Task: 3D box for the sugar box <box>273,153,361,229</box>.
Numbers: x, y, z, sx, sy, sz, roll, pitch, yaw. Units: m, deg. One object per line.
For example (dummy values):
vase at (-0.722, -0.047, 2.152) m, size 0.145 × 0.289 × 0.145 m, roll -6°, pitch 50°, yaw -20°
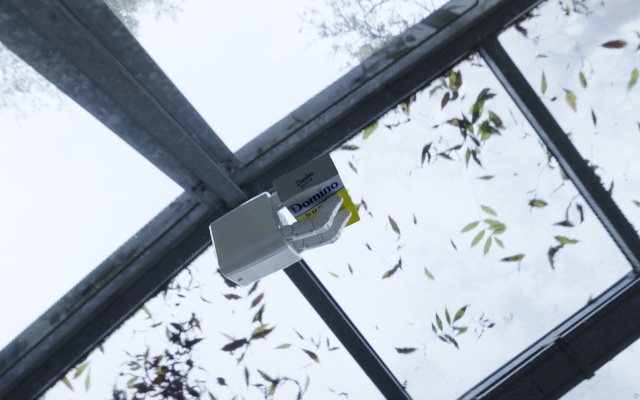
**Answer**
sugar box at (0.000, 0.003, 0.742) m, size 0.093 × 0.048 × 0.176 m, roll -27°, pitch -26°, yaw 4°
